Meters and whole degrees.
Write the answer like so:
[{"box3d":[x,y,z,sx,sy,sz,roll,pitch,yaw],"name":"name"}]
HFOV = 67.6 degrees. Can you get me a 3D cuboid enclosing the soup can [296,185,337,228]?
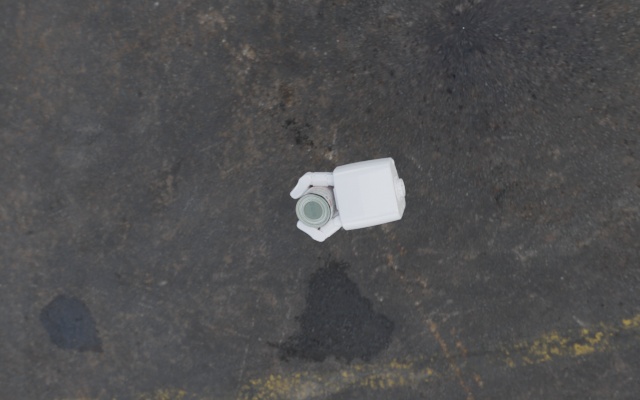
[{"box3d":[0.000,0.003,0.900,0.068,0.068,0.102,0,19,17],"name":"soup can"}]
